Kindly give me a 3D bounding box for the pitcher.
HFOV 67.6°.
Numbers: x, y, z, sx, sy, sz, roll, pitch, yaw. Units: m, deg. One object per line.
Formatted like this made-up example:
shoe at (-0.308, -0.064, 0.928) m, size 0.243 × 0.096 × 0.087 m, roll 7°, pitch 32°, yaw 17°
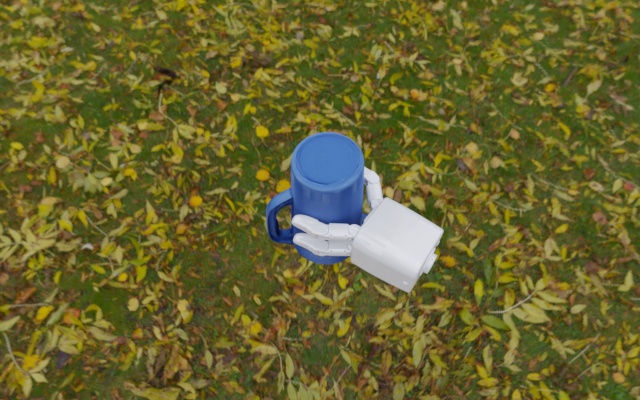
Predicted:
pitcher at (0.000, 0.003, 0.791) m, size 0.145 × 0.149 × 0.243 m, roll 31°, pitch -26°, yaw 17°
